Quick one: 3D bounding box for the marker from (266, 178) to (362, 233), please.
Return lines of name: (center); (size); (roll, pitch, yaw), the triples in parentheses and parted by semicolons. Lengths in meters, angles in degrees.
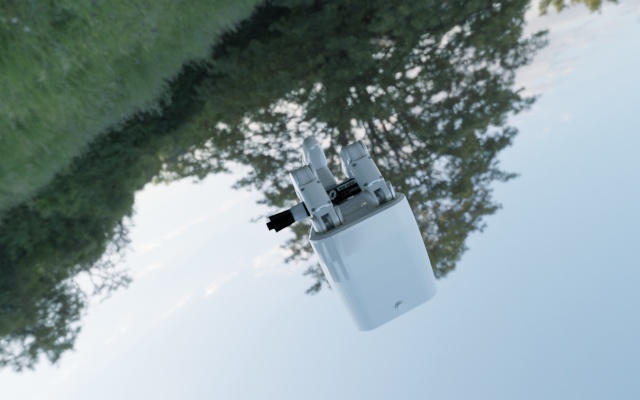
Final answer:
marker: (0.000, 0.002, 0.492); (0.121, 0.020, 0.020); (-26, 3, -7)
